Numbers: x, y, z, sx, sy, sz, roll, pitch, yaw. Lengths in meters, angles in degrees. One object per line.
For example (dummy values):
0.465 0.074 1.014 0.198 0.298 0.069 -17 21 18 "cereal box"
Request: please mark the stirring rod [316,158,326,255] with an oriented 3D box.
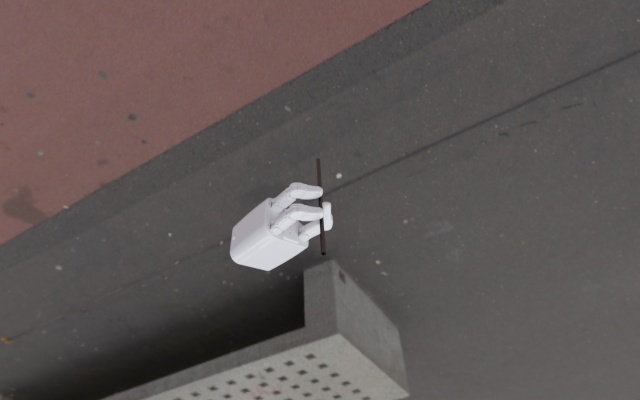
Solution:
0.000 0.003 0.858 0.011 0.011 0.239 0 44 -3 "stirring rod"
